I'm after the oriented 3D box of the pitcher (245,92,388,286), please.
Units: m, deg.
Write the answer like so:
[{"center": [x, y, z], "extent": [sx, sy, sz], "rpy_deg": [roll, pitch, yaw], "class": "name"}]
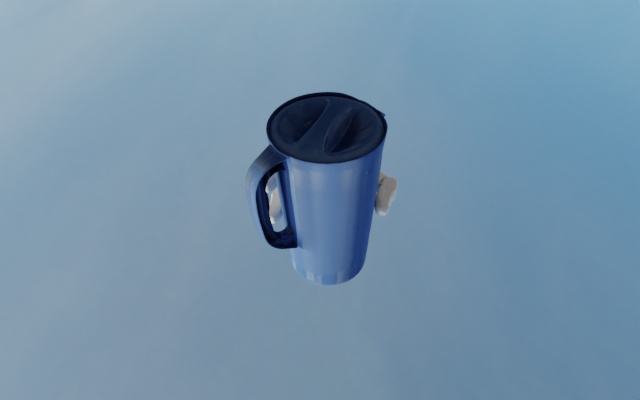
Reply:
[{"center": [0.000, 0.002, 0.600], "extent": [0.149, 0.243, 0.145], "rpy_deg": [3, 45, 5], "class": "pitcher"}]
